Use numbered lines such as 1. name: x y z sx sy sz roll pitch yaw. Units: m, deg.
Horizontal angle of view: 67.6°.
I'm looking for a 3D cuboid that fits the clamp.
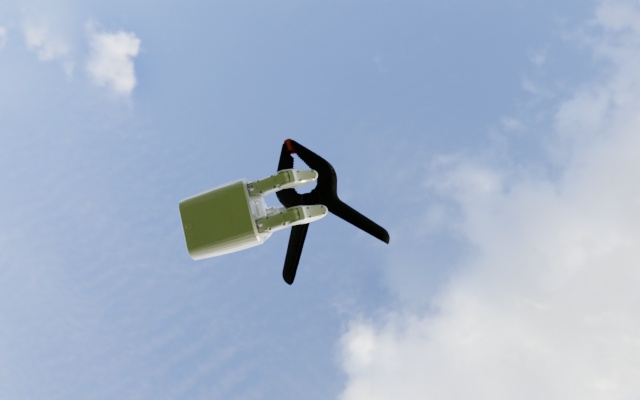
1. clamp: 0.000 0.002 0.704 0.164 0.210 0.036 -16 -12 5
